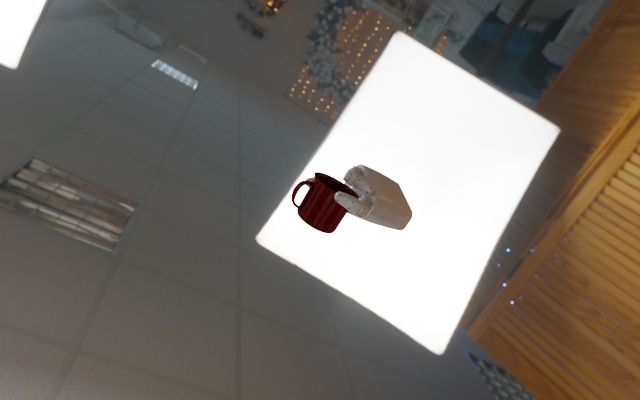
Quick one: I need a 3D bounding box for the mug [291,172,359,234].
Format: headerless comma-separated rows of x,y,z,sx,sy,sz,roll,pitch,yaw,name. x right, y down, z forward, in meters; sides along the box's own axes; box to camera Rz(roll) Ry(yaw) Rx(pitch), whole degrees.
-0.001,0.003,0.859,0.117,0.081,0.093,21,19,-32,mug
